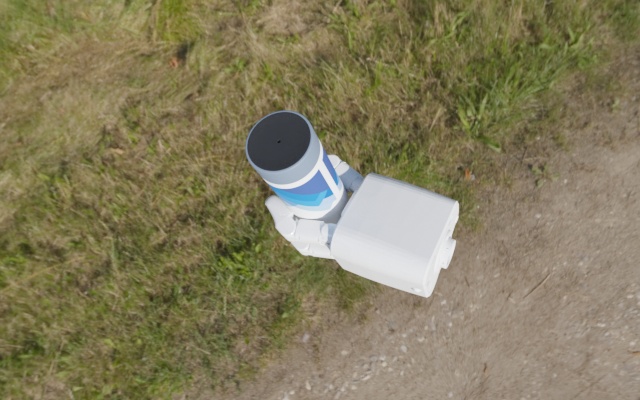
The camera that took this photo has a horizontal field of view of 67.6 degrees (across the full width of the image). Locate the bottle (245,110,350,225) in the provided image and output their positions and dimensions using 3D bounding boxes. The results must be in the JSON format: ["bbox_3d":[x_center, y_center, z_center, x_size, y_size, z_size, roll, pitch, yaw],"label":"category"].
[{"bbox_3d":[0.000,0.002,0.567,0.069,0.069,0.296,0,-23,16],"label":"bottle"}]
